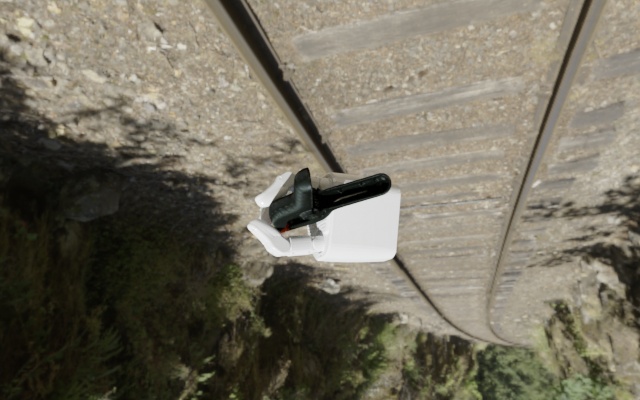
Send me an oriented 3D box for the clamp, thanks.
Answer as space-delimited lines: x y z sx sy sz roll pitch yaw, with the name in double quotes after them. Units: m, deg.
0.000 0.002 0.564 0.120 0.039 0.171 5 -18 -24 "clamp"
